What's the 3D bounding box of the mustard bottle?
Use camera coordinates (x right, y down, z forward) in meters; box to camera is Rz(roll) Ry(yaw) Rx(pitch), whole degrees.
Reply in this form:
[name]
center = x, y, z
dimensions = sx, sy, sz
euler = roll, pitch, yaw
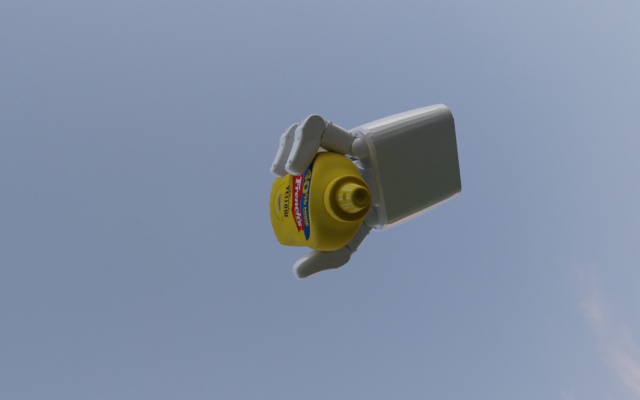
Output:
[mustard bottle]
center = 0.000, 0.002, 0.478
dimensions = 0.058, 0.096, 0.191
euler = 6, -4, -21
